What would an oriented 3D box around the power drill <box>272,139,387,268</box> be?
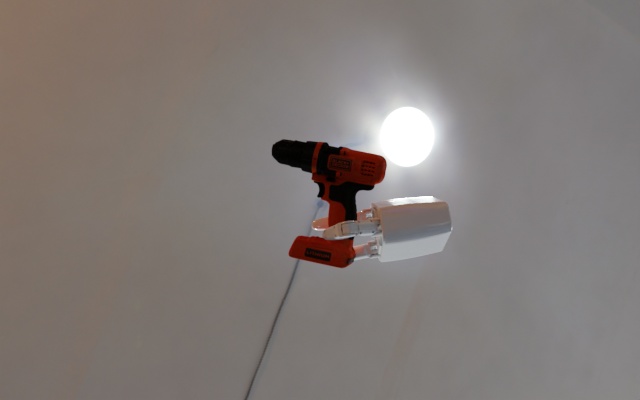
[{"bbox_3d":[0.000,0.003,0.754,0.184,0.188,0.057,12,11,14],"label":"power drill"}]
